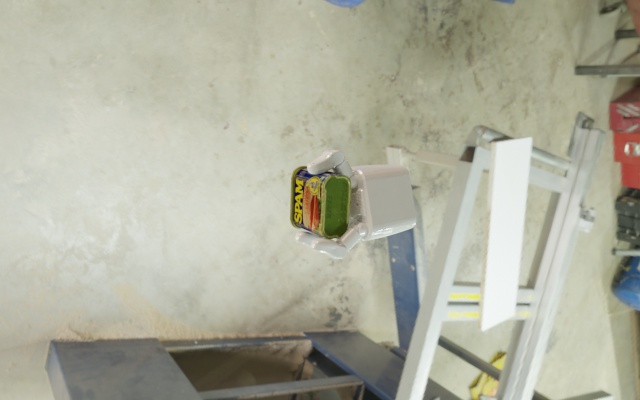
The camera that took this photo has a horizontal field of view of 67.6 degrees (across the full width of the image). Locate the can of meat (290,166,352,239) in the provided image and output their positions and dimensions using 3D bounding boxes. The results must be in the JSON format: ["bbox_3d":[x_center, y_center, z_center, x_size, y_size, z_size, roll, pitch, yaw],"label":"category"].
[{"bbox_3d":[0.000,0.002,0.731,0.057,0.102,0.084,-6,15,-36],"label":"can of meat"}]
